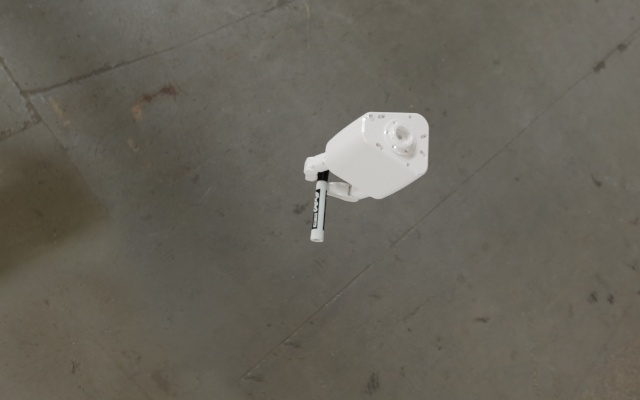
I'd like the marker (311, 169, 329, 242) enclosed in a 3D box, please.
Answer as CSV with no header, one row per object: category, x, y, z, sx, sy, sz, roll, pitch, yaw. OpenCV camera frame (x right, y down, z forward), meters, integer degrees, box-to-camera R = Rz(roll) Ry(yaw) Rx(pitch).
marker,0.000,0.002,0.727,0.020,0.121,0.020,5,-19,2
